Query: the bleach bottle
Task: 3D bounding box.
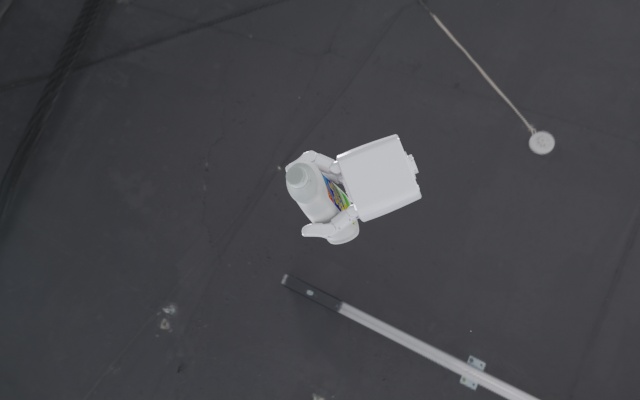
[{"bbox_3d":[0.000,0.003,0.813,0.068,0.102,0.251,-21,-20,11],"label":"bleach bottle"}]
